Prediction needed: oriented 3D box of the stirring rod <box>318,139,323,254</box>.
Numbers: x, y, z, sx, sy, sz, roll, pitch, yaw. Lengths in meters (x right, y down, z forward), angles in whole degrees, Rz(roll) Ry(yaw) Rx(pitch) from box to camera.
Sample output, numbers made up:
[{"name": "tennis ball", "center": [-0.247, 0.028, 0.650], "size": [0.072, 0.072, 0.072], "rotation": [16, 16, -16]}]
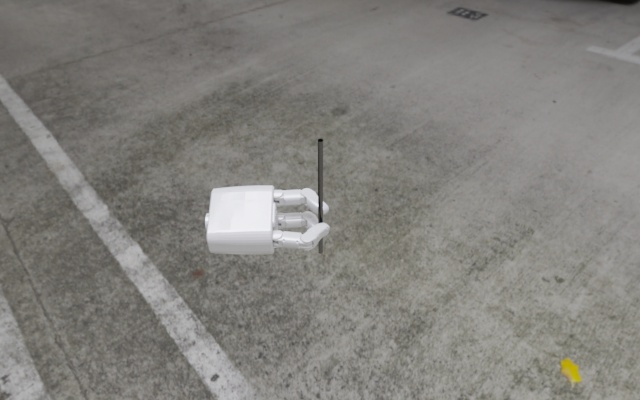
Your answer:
[{"name": "stirring rod", "center": [0.000, 0.003, 0.769], "size": [0.011, 0.240, 0.011], "rotation": [0, 42, 0]}]
